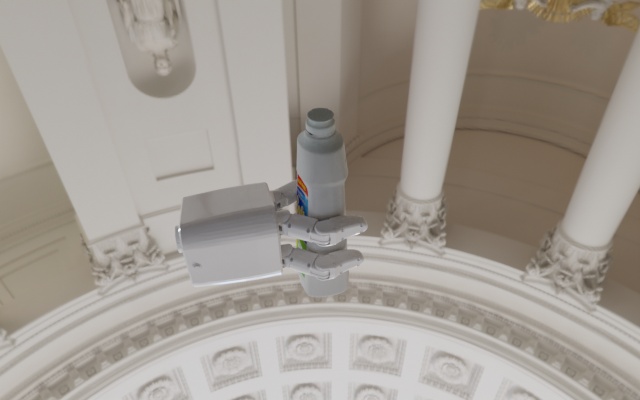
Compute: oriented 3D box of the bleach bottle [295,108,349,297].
[{"bbox_3d":[0.000,0.002,0.577,0.068,0.251,0.102,-9,41,-9],"label":"bleach bottle"}]
